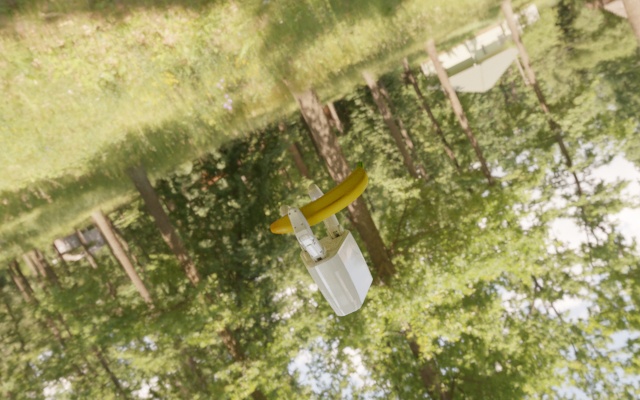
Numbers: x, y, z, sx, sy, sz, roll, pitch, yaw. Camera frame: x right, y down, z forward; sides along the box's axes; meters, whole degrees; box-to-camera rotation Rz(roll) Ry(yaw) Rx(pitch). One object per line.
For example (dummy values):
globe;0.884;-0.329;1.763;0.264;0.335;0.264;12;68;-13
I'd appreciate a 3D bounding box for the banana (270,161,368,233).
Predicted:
banana;0.009;0.003;0.787;0.198;0.037;0.069;-34;17;-12
